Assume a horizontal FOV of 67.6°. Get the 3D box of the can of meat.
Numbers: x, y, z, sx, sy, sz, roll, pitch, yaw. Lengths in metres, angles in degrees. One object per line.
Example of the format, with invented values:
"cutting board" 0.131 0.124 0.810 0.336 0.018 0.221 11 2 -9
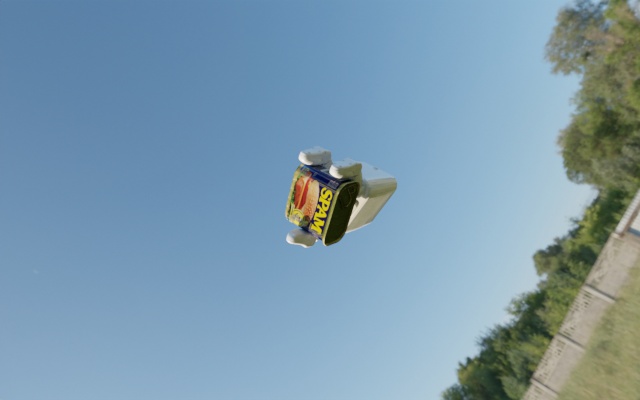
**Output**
"can of meat" 0.000 0.002 0.710 0.084 0.102 0.057 29 26 29
